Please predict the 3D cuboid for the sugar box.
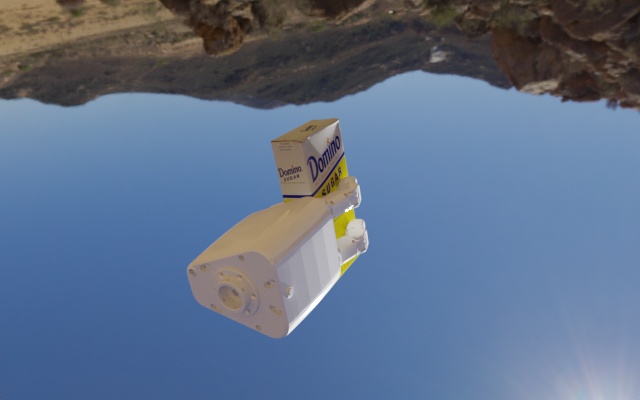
[{"bbox_3d":[0.001,0.002,0.553,0.048,0.176,0.093,3,25,28],"label":"sugar box"}]
